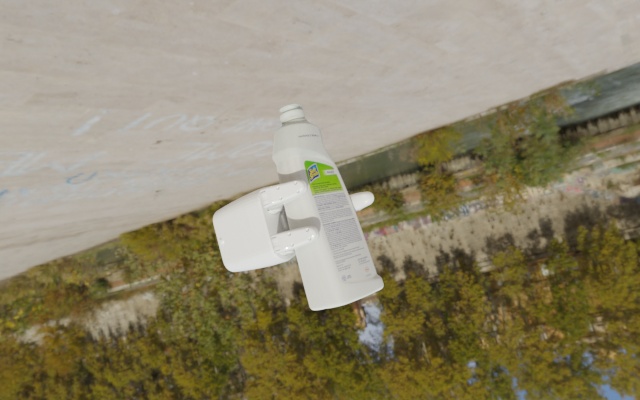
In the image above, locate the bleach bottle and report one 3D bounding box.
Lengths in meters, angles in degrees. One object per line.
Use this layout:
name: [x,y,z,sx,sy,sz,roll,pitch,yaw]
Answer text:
bleach bottle: [0.000,0.002,0.599,0.068,0.251,0.102,-20,-7,39]
